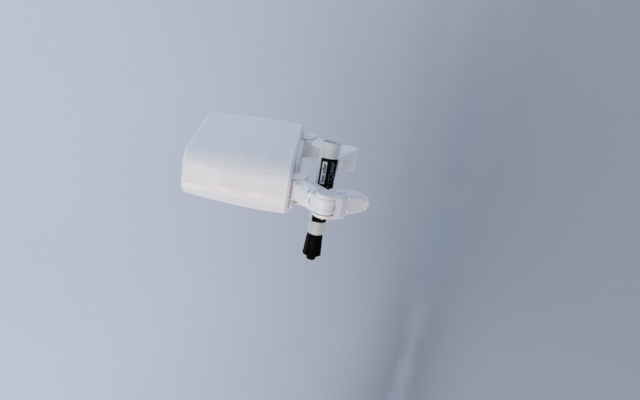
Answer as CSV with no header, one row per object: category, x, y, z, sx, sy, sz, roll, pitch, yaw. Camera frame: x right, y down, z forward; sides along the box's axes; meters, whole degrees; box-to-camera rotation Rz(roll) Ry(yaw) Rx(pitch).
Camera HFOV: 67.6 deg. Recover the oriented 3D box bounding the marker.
marker,0.000,0.002,0.466,0.020,0.121,0.020,9,17,-3
